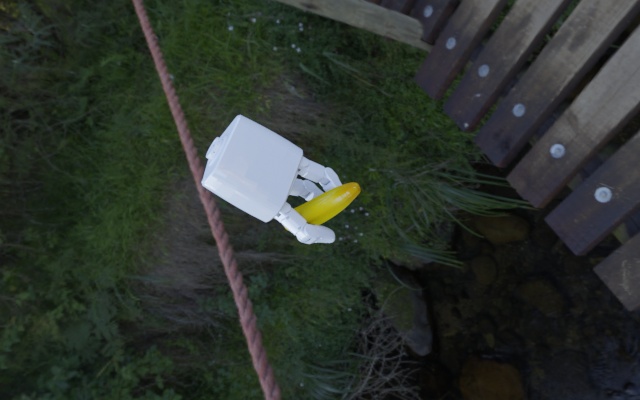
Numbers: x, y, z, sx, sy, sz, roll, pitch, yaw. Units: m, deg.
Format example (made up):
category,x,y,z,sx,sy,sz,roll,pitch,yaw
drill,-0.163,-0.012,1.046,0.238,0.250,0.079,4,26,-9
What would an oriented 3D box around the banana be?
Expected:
category,x,y,z,sx,sy,sz,roll,pitch,yaw
banana,-0.013,0.015,0.708,0.069,0.037,0.198,-47,11,-26
